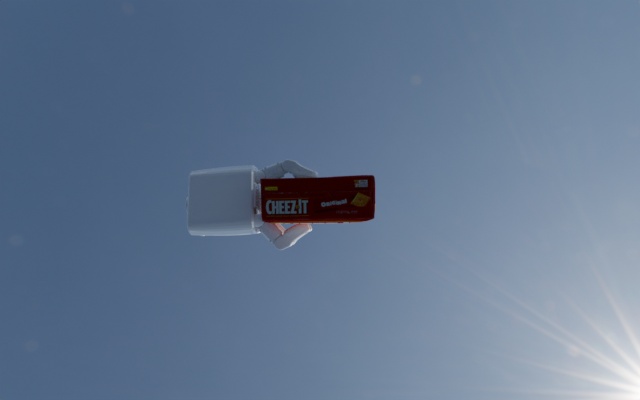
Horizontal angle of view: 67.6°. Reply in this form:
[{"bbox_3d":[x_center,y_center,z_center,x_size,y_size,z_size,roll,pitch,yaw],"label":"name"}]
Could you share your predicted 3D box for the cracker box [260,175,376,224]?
[{"bbox_3d":[0.000,0.002,0.776,0.164,0.072,0.214,-2,-2,2],"label":"cracker box"}]
